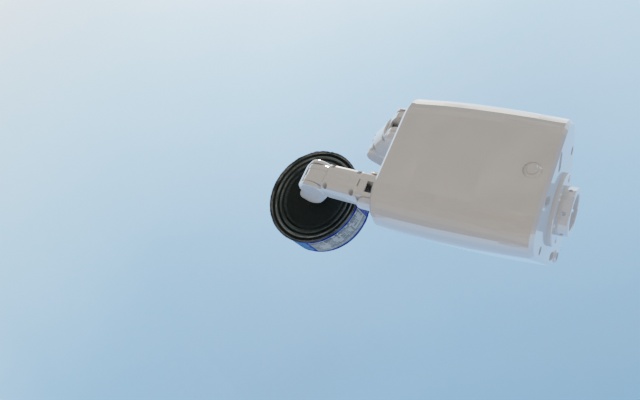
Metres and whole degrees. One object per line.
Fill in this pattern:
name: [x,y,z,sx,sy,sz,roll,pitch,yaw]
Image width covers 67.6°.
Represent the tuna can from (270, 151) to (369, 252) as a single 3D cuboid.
tuna can: [0.000,0.002,0.424,0.086,0.086,0.034,0,-23,28]
